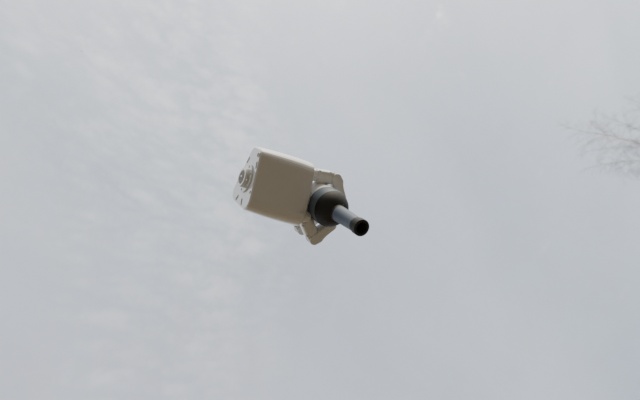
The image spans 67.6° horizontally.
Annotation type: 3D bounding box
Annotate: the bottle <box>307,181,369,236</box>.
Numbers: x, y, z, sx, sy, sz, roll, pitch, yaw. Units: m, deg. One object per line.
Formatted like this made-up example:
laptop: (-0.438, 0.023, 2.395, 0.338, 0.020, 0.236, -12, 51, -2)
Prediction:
bottle: (0.000, 0.003, 0.858, 0.069, 0.069, 0.295, 0, 16, -27)
